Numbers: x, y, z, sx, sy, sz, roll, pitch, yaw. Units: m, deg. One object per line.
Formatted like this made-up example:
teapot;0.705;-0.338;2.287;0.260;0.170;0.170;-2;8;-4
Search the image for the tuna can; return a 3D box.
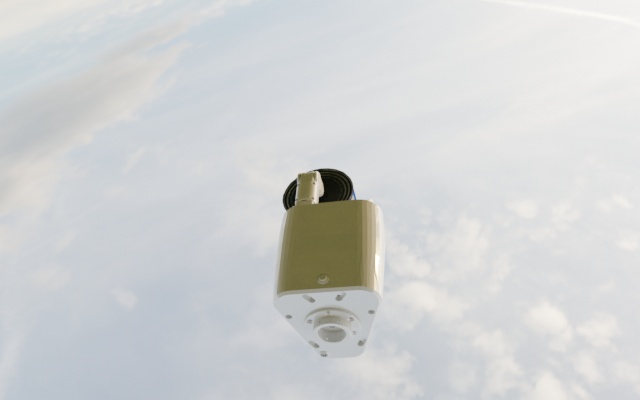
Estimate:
tuna can;0.000;0.002;0.571;0.086;0.034;0.086;-10;43;9
